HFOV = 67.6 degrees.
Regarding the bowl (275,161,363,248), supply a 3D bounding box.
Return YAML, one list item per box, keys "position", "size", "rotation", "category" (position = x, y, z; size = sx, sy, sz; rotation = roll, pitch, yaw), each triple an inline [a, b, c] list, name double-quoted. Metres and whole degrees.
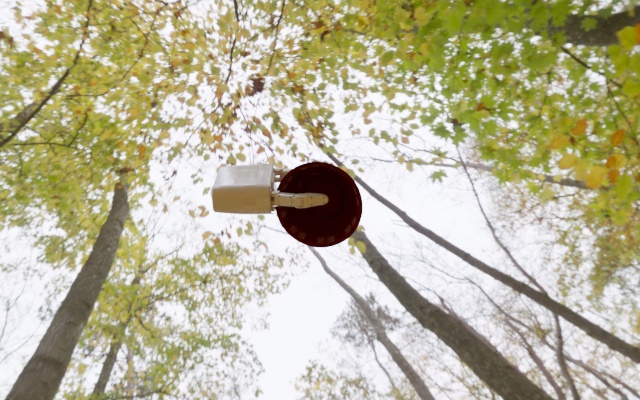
- position: [0.001, 0.003, 0.884]
  size: [0.162, 0.162, 0.055]
  rotation: [0, 15, 10]
  category: "bowl"
